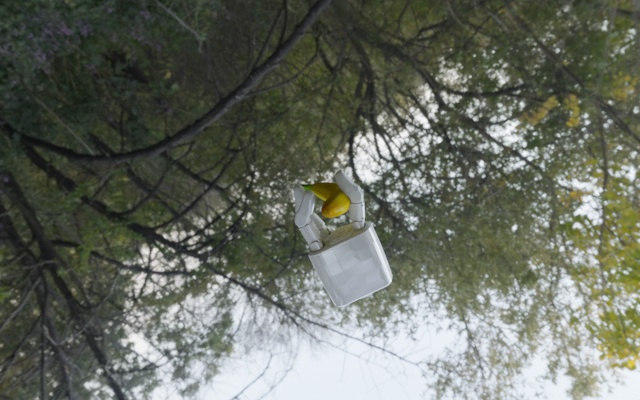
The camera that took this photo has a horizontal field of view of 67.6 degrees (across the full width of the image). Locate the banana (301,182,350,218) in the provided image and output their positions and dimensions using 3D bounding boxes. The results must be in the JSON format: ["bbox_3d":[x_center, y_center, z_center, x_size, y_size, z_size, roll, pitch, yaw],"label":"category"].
[{"bbox_3d":[0.017,-0.002,0.811,0.069,0.037,0.197,-13,13,-10],"label":"banana"}]
